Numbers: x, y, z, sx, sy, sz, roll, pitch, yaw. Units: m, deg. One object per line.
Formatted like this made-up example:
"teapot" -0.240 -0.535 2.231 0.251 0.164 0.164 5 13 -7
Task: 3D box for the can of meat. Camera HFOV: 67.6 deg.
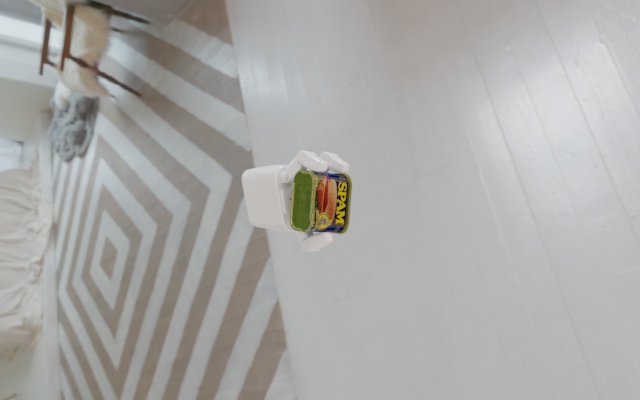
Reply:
"can of meat" 0.000 0.003 0.771 0.084 0.102 0.057 4 0 -43
